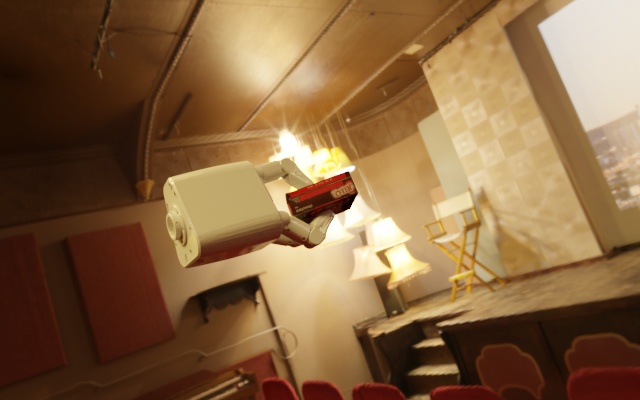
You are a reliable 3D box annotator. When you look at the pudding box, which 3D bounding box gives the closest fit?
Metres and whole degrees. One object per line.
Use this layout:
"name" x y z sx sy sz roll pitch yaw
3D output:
"pudding box" 0.000 0.002 0.656 0.090 0.039 0.113 -20 -9 -5
